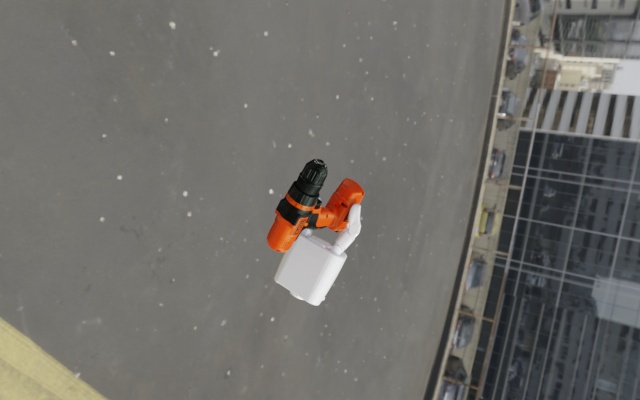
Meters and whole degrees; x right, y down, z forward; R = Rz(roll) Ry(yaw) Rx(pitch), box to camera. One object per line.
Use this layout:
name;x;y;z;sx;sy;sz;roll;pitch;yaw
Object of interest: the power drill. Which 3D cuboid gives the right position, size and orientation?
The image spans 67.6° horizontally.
power drill;0.000;0.003;0.863;0.057;0.184;0.187;44;29;26
